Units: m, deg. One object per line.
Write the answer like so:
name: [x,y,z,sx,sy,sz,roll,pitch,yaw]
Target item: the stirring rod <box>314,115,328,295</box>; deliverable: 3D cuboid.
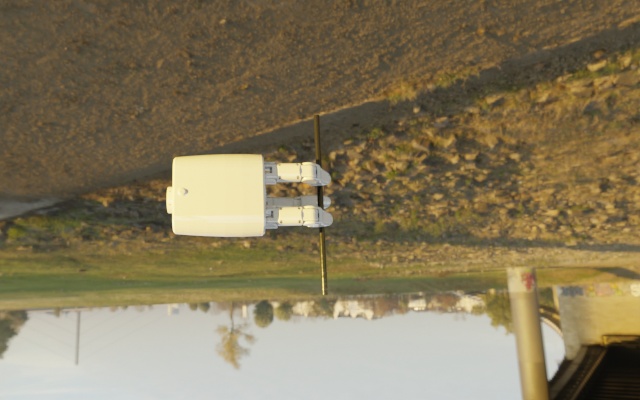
stirring rod: [0.000,0.002,0.630,0.011,0.239,0.011,-3,-10,0]
